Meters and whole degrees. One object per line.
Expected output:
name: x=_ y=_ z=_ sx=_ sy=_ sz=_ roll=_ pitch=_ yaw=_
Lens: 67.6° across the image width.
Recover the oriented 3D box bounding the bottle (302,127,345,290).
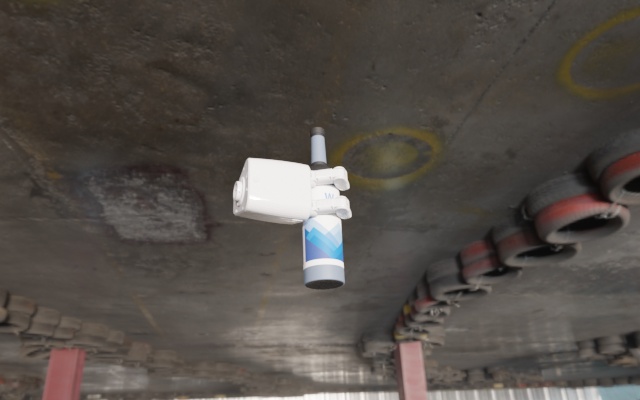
bottle: x=0.000 y=0.003 z=0.833 sx=0.069 sy=0.295 sz=0.069 roll=-2 pitch=-25 yaw=-1
